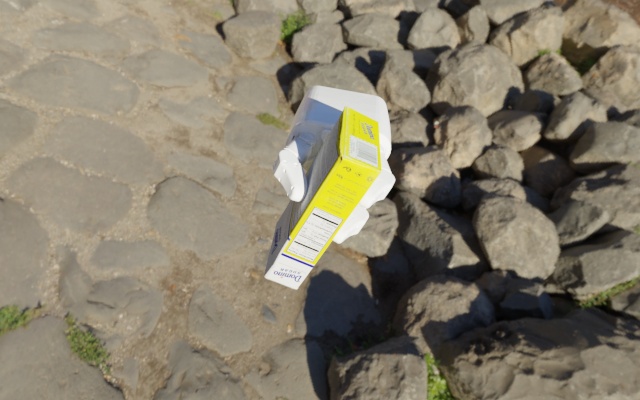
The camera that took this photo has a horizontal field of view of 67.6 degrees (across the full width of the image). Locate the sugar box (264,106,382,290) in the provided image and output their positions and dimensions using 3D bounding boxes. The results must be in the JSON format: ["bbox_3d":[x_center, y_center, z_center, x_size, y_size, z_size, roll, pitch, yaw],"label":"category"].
[{"bbox_3d":[0.001,0.002,0.489,0.048,0.176,0.093,22,37,-11],"label":"sugar box"}]
